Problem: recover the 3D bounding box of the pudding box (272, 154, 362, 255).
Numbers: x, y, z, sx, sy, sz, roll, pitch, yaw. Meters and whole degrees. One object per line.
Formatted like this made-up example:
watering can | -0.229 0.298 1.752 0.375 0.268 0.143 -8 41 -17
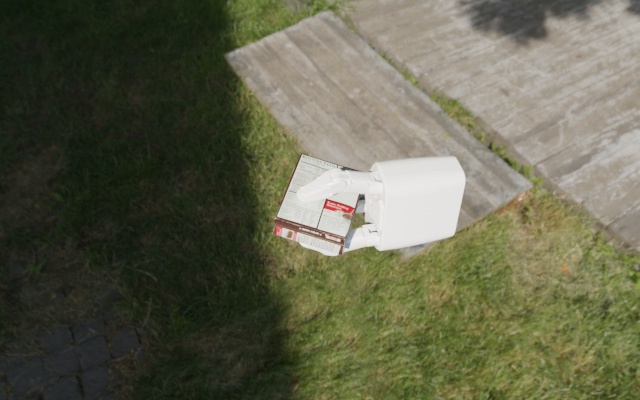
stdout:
pudding box | 0.000 0.002 0.590 0.090 0.113 0.039 16 -39 4
